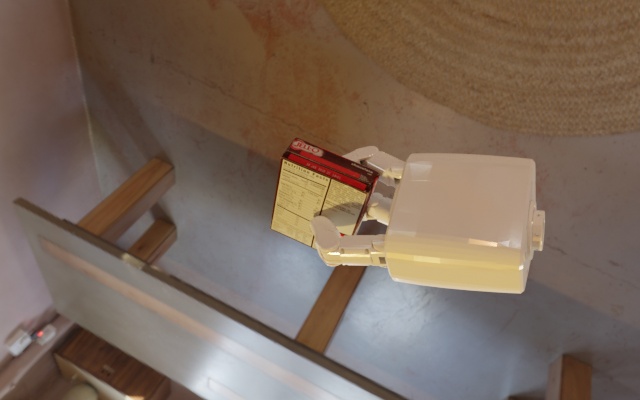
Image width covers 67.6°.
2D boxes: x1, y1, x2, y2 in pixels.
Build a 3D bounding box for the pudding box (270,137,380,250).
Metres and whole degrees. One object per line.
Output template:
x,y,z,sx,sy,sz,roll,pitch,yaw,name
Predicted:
0.000,0.002,0.480,0.090,0.114,0.039,24,46,8,pudding box
